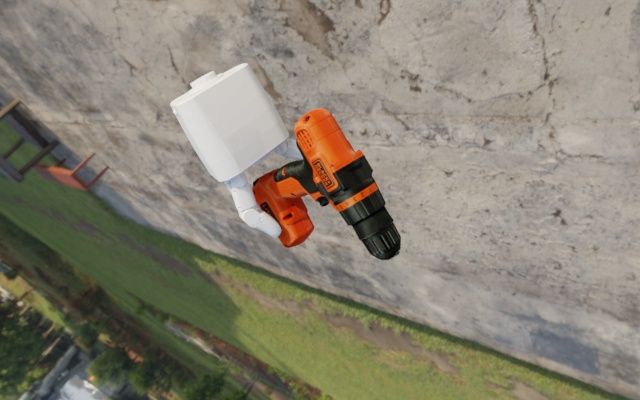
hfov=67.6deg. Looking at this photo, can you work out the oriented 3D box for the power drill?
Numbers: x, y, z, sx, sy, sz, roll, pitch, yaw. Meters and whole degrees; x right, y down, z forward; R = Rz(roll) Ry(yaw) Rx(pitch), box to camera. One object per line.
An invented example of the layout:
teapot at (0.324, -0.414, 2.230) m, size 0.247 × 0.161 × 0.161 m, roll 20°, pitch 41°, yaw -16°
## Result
power drill at (0.000, 0.002, 0.583) m, size 0.057 × 0.184 × 0.188 m, roll -30°, pitch 1°, yaw -36°
